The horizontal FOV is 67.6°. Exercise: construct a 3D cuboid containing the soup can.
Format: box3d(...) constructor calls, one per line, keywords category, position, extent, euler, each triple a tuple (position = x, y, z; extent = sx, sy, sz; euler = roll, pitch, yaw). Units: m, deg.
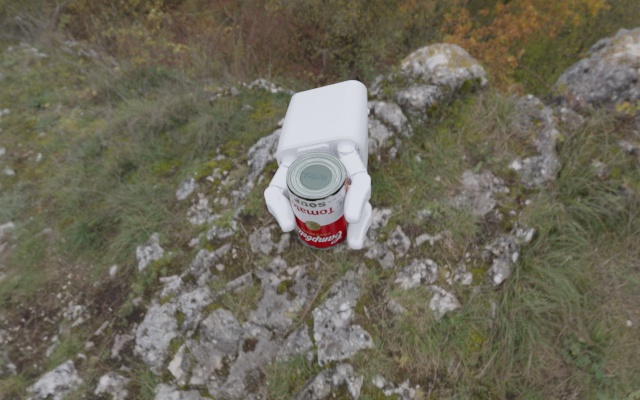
box3d(category="soup can", position=(0.000, 0.002, 0.551), extent=(0.068, 0.068, 0.102), euler=(0, -36, 7))
